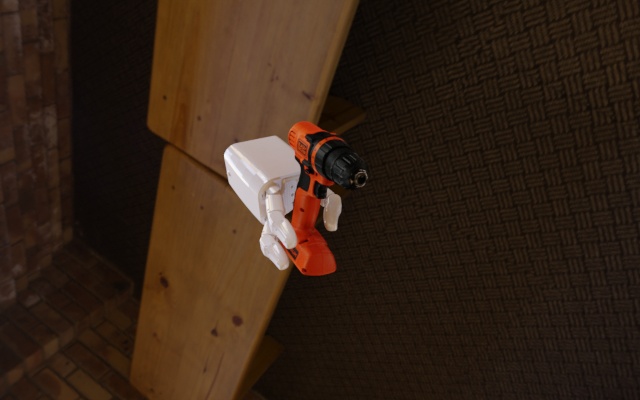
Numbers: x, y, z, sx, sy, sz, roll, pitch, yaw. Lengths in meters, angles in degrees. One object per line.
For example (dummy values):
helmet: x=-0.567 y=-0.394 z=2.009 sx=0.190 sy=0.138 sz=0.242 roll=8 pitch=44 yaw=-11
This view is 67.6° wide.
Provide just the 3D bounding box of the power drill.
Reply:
power drill: x=0.000 y=0.002 z=0.640 sx=0.057 sy=0.188 sz=0.184 roll=-1 pitch=24 yaw=-24
